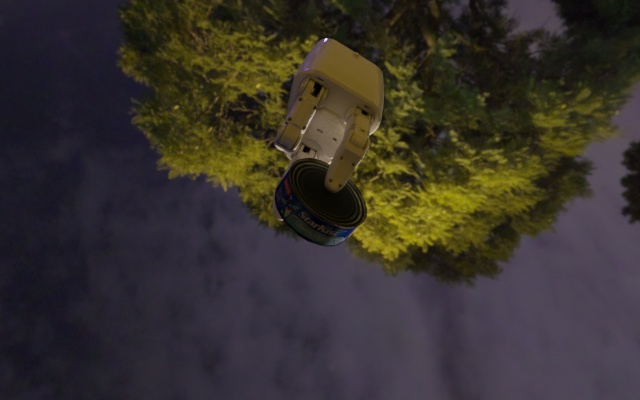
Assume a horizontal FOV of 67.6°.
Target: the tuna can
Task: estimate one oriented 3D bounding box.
[{"bbox_3d":[0.000,0.002,0.454,0.086,0.086,0.034,0,-40,-44],"label":"tuna can"}]
